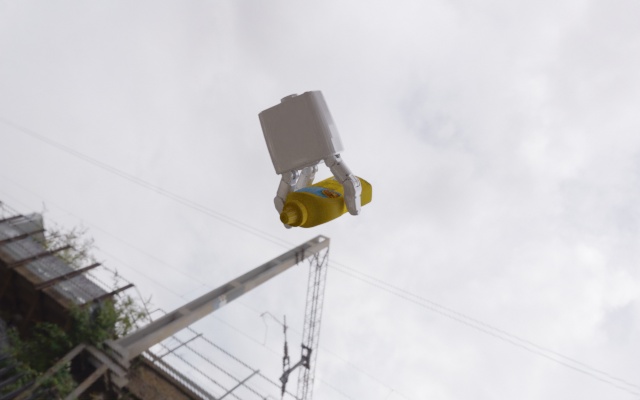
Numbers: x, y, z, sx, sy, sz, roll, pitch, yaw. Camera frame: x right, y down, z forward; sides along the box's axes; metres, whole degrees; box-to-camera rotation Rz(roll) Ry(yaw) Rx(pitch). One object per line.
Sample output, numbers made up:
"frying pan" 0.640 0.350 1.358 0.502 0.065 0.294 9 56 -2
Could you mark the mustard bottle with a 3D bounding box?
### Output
"mustard bottle" 0.000 0.003 0.780 0.096 0.058 0.191 12 21 33
